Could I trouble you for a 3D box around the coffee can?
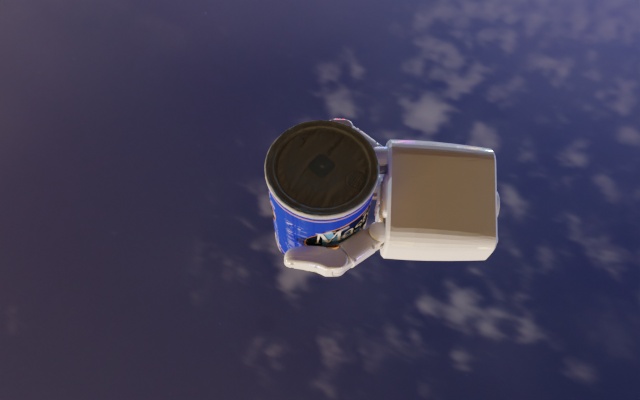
[{"bbox_3d":[0.000,0.002,0.487,0.103,0.102,0.140,0,-28,-1],"label":"coffee can"}]
